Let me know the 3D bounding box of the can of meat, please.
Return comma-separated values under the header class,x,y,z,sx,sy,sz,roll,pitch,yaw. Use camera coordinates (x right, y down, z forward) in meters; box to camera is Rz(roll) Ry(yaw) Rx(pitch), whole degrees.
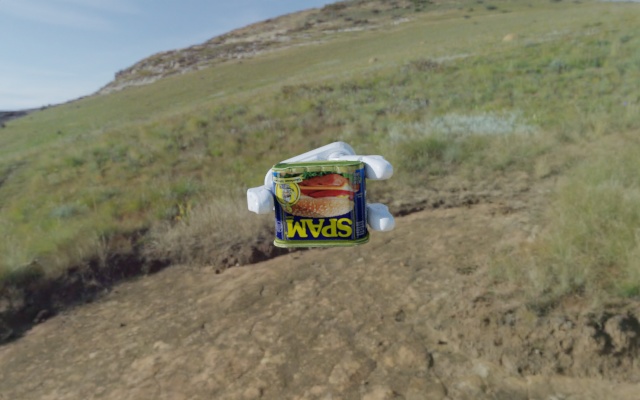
class,x,y,z,sx,sy,sz,roll,pitch,yaw
can of meat,0.000,0.001,0.506,0.102,0.084,0.057,-1,11,9
